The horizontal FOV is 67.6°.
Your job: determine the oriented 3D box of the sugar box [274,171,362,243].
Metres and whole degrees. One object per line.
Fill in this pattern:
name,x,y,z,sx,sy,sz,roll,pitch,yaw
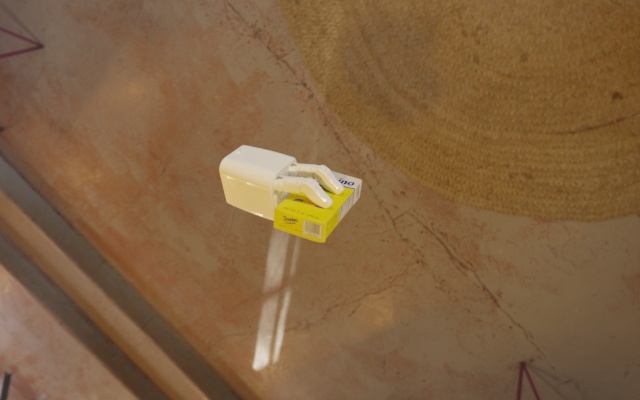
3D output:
sugar box,0.000,0.002,0.835,0.093,0.048,0.176,17,34,17
